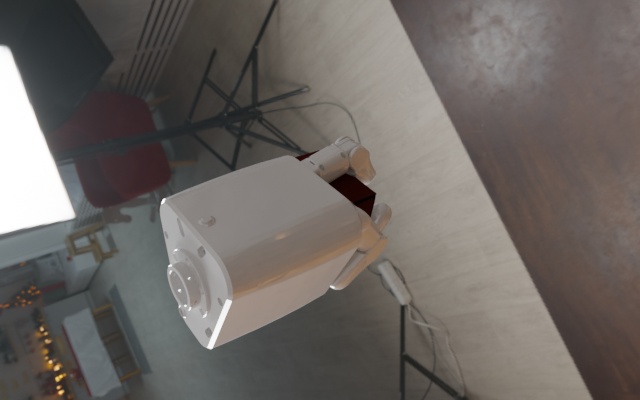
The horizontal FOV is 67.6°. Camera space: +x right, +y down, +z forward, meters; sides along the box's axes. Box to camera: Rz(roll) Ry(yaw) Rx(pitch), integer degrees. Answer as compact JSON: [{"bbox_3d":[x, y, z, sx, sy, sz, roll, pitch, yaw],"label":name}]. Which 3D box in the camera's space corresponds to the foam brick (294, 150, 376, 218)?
[{"bbox_3d":[0.000,0.001,0.412,0.051,0.053,0.078,-22,47,-35],"label":"foam brick"}]
